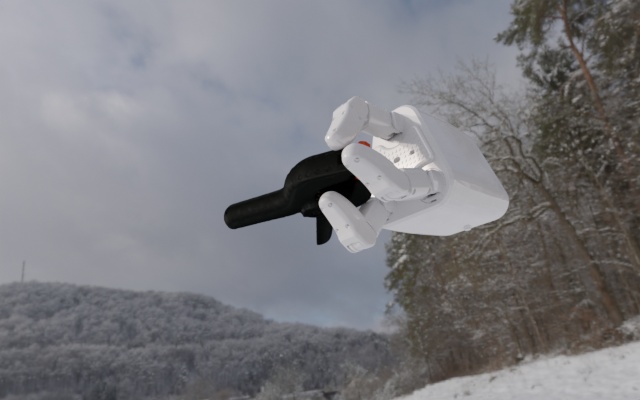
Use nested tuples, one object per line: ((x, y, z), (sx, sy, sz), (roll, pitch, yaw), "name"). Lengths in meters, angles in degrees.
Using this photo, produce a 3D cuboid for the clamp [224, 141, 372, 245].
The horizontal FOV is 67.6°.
((0.000, 0.001, 0.453), (0.120, 0.039, 0.171), (13, -28, -40), "clamp")
